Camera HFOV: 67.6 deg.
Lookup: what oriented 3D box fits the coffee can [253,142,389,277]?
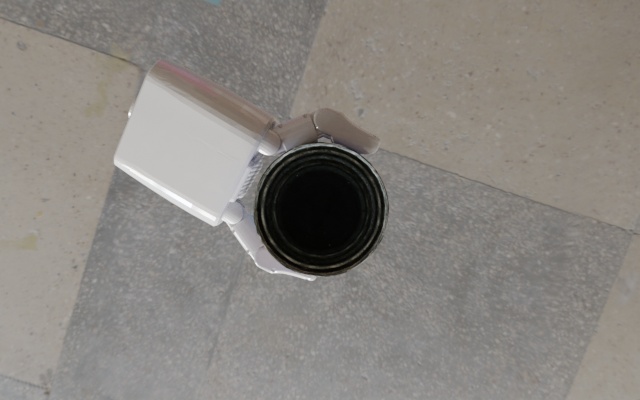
[{"bbox_3d":[0.000,0.002,0.426,0.103,0.103,0.140,0,5,0],"label":"coffee can"}]
